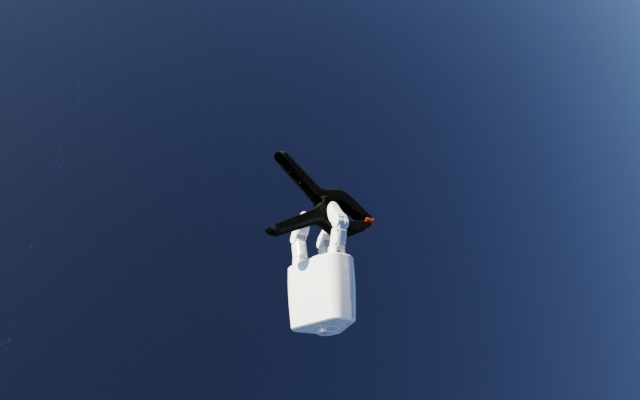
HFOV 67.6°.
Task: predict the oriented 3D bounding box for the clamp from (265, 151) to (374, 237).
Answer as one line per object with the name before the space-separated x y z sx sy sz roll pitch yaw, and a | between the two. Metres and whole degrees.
clamp | 0.001 0.003 0.833 0.210 0.164 0.036 14 -33 -29
